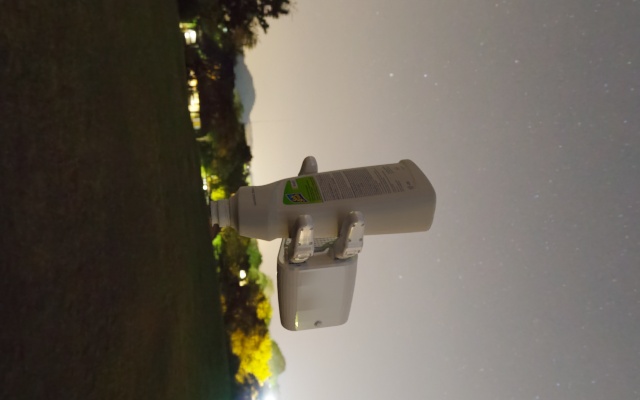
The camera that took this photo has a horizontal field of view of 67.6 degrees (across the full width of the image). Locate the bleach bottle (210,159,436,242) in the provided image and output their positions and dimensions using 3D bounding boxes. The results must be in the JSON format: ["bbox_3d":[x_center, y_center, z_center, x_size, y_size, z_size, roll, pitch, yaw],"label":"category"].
[{"bbox_3d":[0.000,0.002,0.559,0.251,0.068,0.102,-4,31,-12],"label":"bleach bottle"}]
